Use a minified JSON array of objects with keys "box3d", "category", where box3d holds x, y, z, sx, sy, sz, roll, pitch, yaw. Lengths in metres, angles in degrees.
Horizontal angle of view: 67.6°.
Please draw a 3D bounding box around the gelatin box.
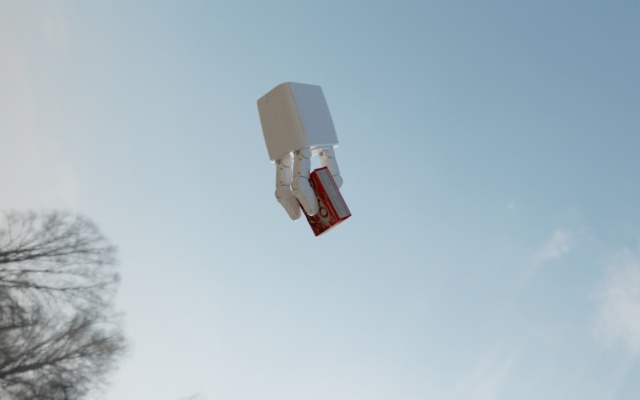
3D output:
[{"box3d":[0.001,0.003,0.743,0.030,0.089,0.073,-20,-12,-39],"category":"gelatin box"}]
